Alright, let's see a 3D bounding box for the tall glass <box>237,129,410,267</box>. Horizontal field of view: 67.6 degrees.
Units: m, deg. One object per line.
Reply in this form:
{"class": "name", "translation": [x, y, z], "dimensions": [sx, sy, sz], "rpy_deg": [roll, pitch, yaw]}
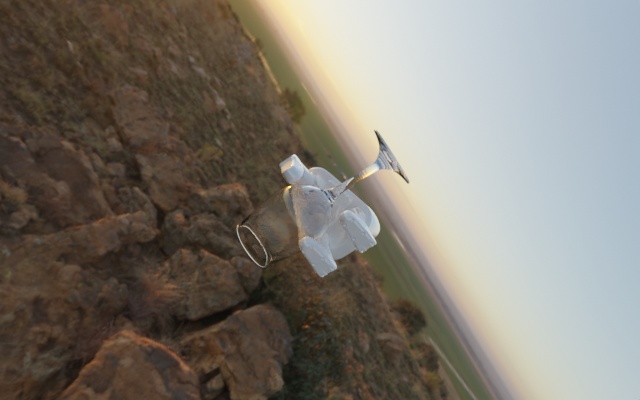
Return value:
{"class": "tall glass", "translation": [0.001, 0.001, 0.565], "dimensions": [0.201, 0.079, 0.079], "rpy_deg": [-32, -5, 8]}
